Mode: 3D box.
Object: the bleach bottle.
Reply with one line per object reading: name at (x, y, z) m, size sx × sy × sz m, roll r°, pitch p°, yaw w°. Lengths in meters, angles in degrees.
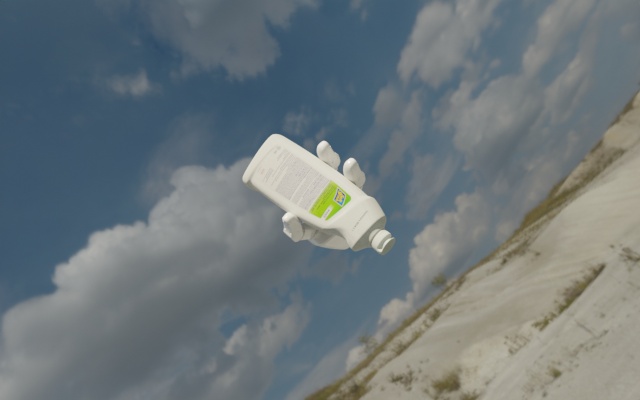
bleach bottle at (0.000, 0.002, 0.709) m, size 0.250 × 0.102 × 0.068 m, roll 38°, pitch 8°, yaw 28°
